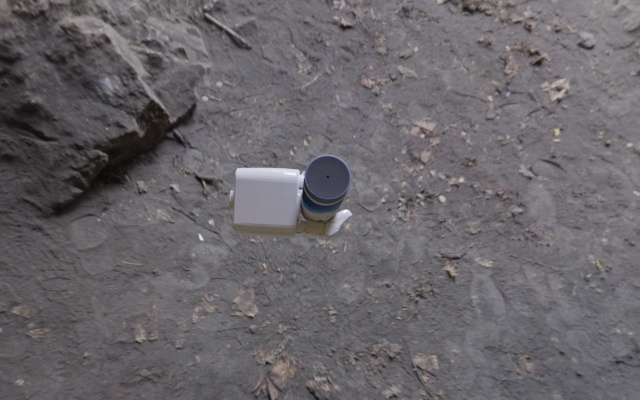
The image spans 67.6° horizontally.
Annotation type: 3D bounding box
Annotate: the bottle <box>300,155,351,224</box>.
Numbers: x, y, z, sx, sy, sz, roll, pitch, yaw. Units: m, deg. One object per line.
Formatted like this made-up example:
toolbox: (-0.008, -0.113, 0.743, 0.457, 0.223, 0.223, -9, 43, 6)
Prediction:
bottle: (0.000, 0.003, 0.810, 0.069, 0.069, 0.296, 0, -14, -4)
